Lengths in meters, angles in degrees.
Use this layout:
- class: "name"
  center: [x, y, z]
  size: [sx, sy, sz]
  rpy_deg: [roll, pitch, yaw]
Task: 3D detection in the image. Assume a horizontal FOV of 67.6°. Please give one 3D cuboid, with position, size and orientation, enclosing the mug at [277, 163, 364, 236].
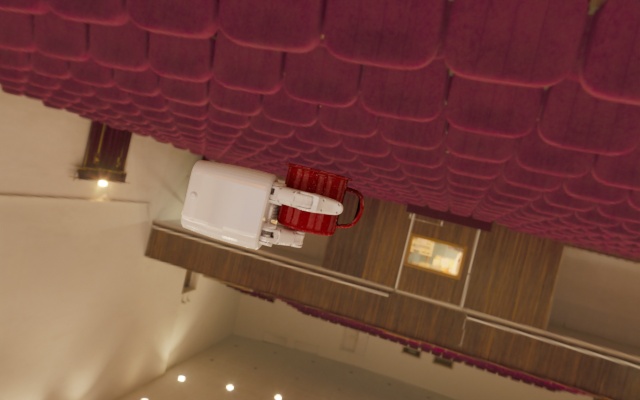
- class: "mug"
  center: [0.001, 0.003, 0.643]
  size: [0.117, 0.081, 0.093]
  rpy_deg: [14, 2, 7]
